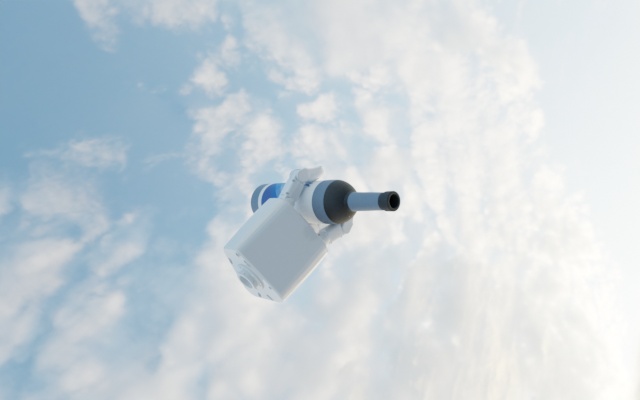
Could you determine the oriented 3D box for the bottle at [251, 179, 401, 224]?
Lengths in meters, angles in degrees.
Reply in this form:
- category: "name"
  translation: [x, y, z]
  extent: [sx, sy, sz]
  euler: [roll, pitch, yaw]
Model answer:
- category: "bottle"
  translation: [0.000, 0.002, 0.734]
  extent: [0.069, 0.069, 0.295]
  euler: [0, -1, -41]
